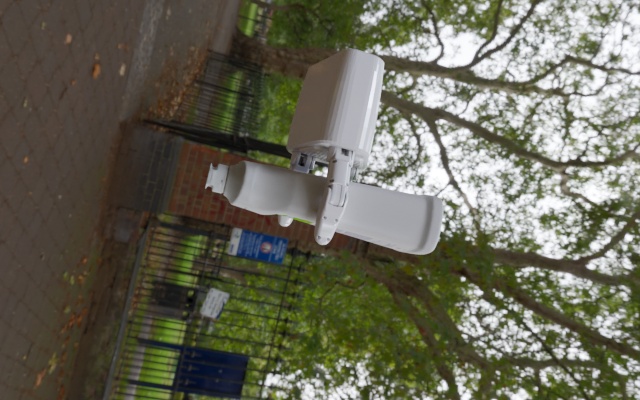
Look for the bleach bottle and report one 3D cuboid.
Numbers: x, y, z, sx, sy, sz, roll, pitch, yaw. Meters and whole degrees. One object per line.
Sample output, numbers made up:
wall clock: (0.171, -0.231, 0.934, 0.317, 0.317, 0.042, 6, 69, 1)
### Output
bleach bottle: (0.000, 0.002, 0.531, 0.251, 0.068, 0.102, 14, -8, -12)
